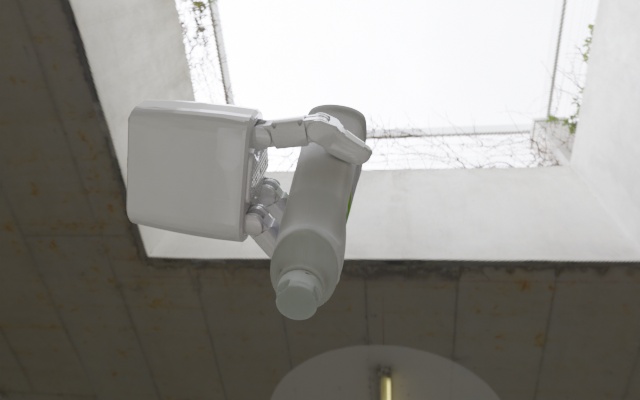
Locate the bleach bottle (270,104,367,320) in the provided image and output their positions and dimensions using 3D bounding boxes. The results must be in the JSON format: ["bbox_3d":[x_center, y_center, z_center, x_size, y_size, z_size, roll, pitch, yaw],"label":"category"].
[{"bbox_3d":[0.000,0.001,0.420,0.068,0.103,0.250,7,29,4],"label":"bleach bottle"}]
